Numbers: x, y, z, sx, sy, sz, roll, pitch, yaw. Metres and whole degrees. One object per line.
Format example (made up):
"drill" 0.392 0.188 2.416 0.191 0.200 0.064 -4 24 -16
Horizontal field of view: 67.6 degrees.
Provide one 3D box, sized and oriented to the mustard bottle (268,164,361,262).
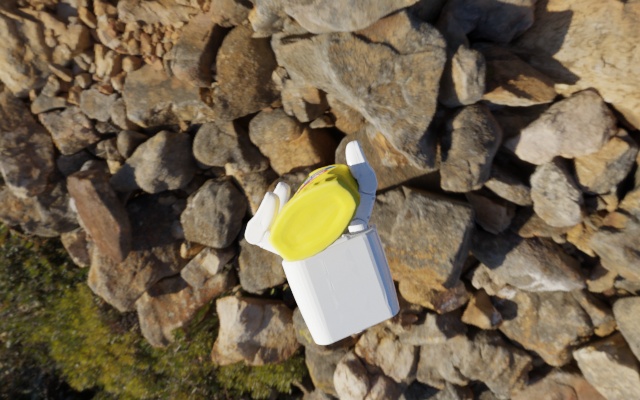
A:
"mustard bottle" 0.000 0.002 0.537 0.096 0.058 0.191 -43 5 11
